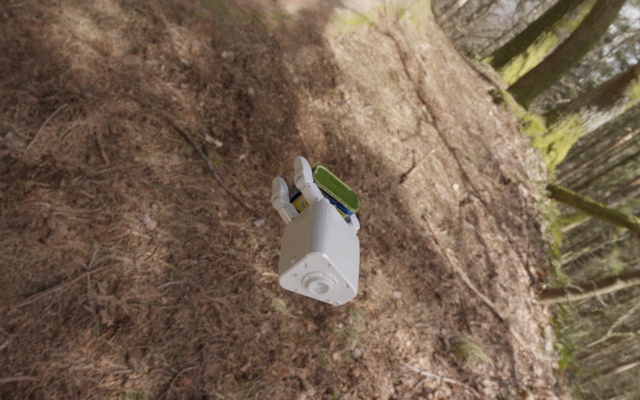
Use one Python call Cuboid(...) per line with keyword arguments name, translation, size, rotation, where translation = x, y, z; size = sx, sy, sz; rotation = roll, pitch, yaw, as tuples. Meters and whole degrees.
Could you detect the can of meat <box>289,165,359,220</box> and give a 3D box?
Cuboid(name="can of meat", translation=(0.000, 0.002, 0.774), size=(0.102, 0.057, 0.084), rotation=(37, -57, -19))
